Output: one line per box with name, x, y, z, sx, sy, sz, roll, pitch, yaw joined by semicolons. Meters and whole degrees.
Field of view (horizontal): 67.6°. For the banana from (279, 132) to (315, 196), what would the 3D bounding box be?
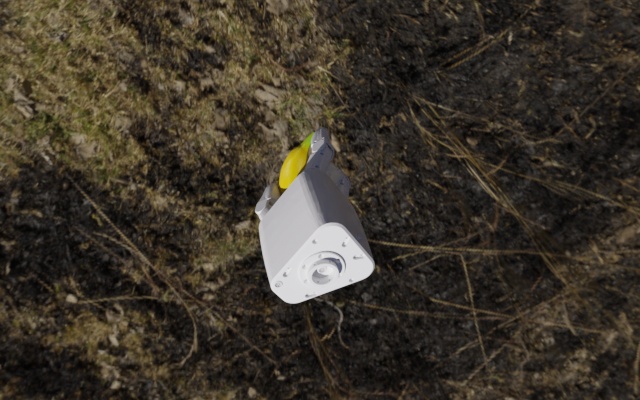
banana;-0.018;0.004;0.673;0.069;0.198;0.037;-15;34;-6
